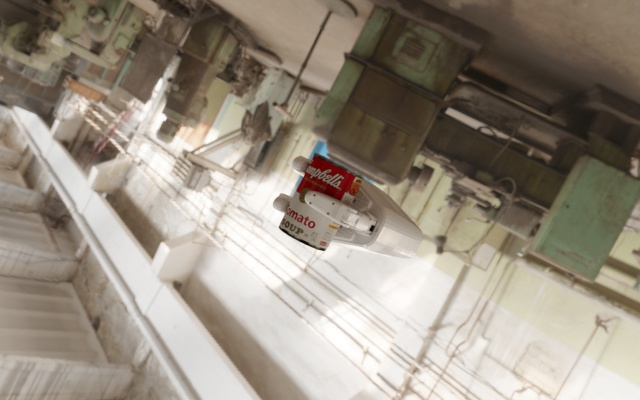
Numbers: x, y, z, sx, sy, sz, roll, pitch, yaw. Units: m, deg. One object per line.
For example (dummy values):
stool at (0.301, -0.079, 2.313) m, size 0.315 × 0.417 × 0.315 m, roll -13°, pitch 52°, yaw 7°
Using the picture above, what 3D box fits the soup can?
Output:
soup can at (0.000, 0.002, 0.581) m, size 0.068 × 0.102 × 0.068 m, roll 27°, pitch 3°, yaw -2°
